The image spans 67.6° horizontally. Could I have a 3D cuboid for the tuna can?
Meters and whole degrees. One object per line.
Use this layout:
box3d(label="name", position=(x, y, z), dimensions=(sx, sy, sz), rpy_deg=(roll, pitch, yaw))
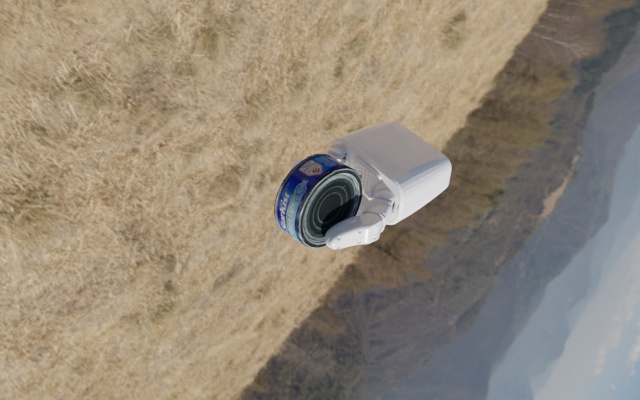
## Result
box3d(label="tuna can", position=(0.000, 0.002, 0.450), dimensions=(0.033, 0.086, 0.086), rpy_deg=(32, 20, 37))
